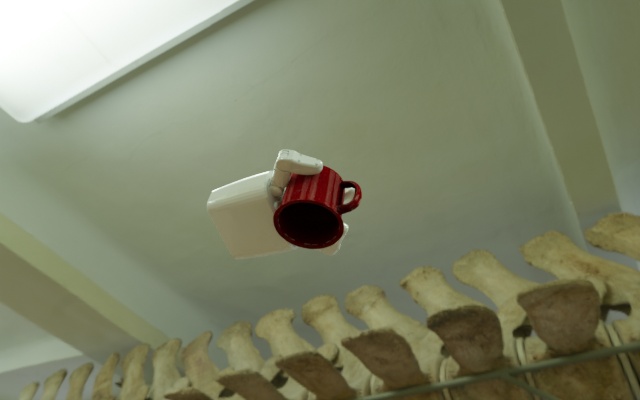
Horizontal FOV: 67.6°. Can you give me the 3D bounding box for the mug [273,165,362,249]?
[{"bbox_3d":[0.001,0.002,0.640,0.117,0.081,0.093,-16,-52,25],"label":"mug"}]
